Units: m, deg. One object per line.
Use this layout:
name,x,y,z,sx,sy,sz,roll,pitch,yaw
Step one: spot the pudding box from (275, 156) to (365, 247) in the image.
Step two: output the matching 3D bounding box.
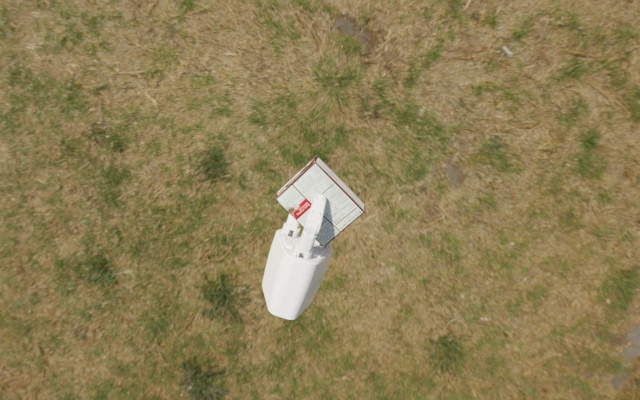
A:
pudding box,0.000,0.003,0.737,0.090,0.113,0.039,-42,12,15
